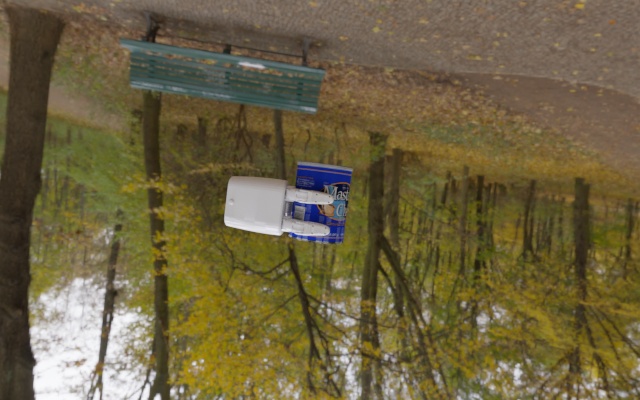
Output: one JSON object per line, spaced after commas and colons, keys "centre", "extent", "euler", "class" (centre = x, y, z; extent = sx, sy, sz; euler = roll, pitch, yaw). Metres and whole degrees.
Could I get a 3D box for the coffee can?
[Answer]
{"centre": [0.000, 0.003, 0.882], "extent": [0.103, 0.140, 0.103], "euler": [7, 2, 0], "class": "coffee can"}
